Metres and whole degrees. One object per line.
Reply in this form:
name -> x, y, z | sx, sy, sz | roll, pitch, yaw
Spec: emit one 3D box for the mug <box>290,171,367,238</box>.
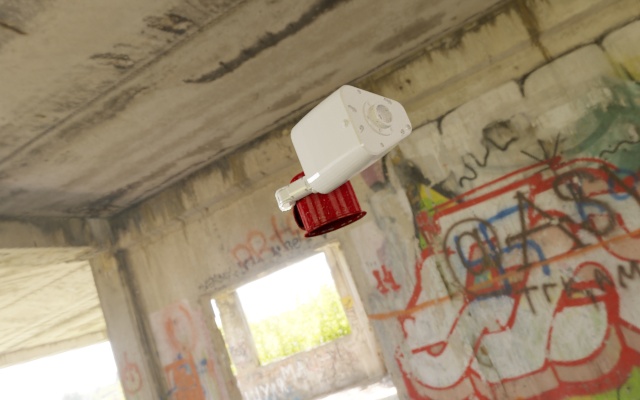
mug -> -0.001, 0.003, 0.679 | 0.093, 0.081, 0.117 | -10, -16, -42
